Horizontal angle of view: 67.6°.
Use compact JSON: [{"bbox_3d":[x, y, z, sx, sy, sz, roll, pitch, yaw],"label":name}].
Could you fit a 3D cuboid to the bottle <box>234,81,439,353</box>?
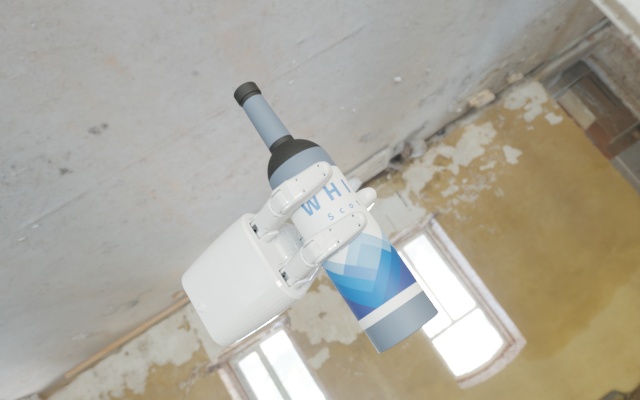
[{"bbox_3d":[0.000,0.002,0.467,0.069,0.295,0.069,-32,-14,-9],"label":"bottle"}]
